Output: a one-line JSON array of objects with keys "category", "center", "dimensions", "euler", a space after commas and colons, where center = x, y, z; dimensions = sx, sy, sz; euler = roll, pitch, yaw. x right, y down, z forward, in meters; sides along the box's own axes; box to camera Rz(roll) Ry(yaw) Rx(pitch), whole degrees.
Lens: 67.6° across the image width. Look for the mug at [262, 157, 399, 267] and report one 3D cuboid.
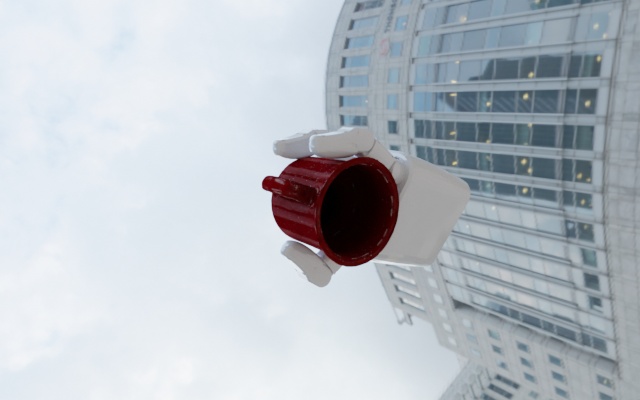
[{"category": "mug", "center": [-0.001, 0.001, 0.419], "dimensions": [0.117, 0.093, 0.081], "euler": [16, -1, -39]}]
